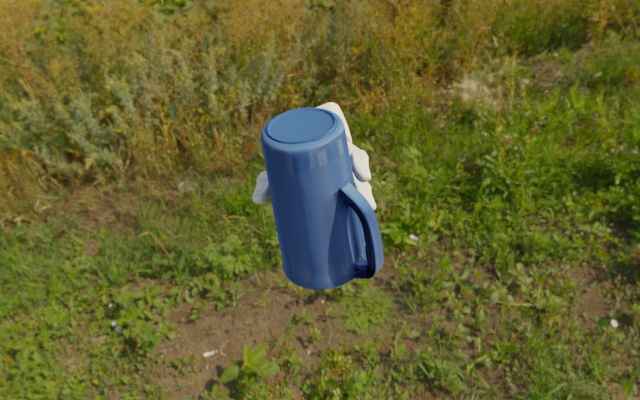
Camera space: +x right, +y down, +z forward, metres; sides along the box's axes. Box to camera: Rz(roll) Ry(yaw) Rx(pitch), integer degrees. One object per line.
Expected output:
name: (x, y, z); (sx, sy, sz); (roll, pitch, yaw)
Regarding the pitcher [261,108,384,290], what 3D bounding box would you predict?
pitcher: (0.000, 0.002, 0.667); (0.149, 0.243, 0.145); (-9, 38, 1)
